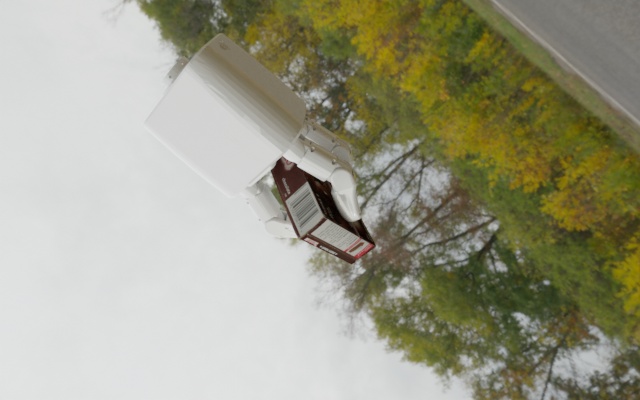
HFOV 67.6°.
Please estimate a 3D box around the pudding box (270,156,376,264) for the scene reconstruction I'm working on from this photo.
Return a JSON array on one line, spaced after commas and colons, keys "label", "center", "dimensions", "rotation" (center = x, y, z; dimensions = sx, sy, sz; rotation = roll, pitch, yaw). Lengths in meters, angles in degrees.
[{"label": "pudding box", "center": [0.000, 0.002, 0.487], "dimensions": [0.039, 0.113, 0.090], "rotation": [-39, -41, 19]}]
